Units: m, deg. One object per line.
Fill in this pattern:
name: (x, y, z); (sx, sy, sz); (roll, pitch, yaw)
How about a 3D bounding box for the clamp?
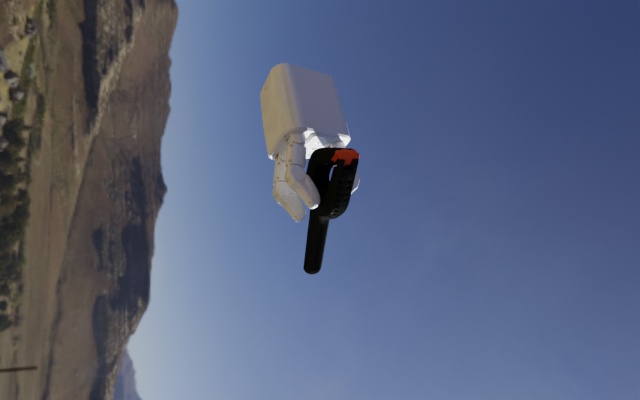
clamp: (0.001, 0.002, 0.643); (0.036, 0.164, 0.210); (-6, -18, -25)
